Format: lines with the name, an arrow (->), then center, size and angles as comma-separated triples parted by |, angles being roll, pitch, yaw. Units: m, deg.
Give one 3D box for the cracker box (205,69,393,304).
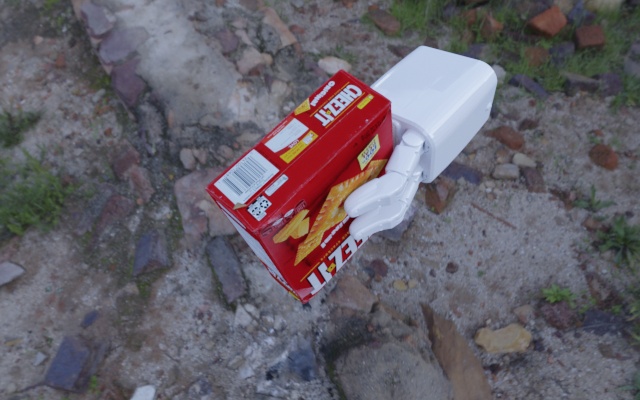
cracker box -> 0.000, 0.001, 0.486 | 0.072, 0.164, 0.214 | 40, -15, 26
